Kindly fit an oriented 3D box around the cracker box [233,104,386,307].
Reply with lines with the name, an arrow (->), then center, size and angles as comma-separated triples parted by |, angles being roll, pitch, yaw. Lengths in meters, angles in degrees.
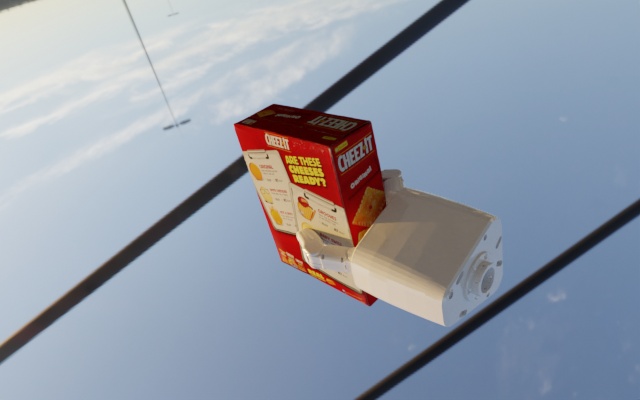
cracker box -> 0.000, 0.002, 0.567 | 0.164, 0.214, 0.072 | 20, 45, 43
